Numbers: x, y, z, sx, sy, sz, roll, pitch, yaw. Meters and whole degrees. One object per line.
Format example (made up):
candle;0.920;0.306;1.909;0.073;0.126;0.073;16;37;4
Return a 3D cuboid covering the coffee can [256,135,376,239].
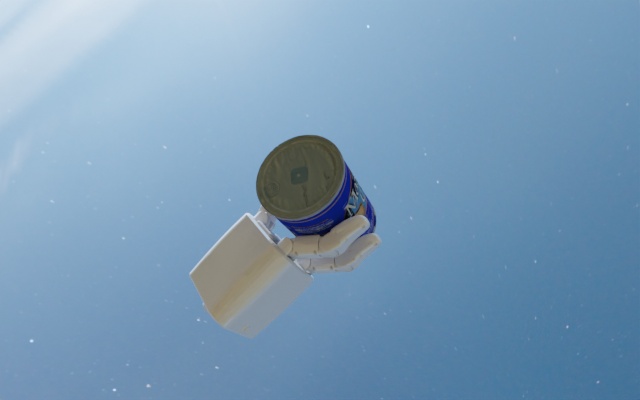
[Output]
coffee can;0.000;0.002;0.570;0.103;0.102;0.140;0;-25;22
